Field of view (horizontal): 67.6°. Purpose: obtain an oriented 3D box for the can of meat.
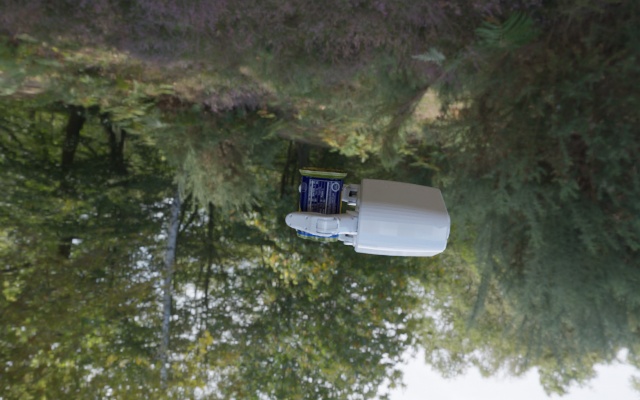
[{"bbox_3d":[0.000,0.002,0.610,0.057,0.084,0.102,5,6,0],"label":"can of meat"}]
